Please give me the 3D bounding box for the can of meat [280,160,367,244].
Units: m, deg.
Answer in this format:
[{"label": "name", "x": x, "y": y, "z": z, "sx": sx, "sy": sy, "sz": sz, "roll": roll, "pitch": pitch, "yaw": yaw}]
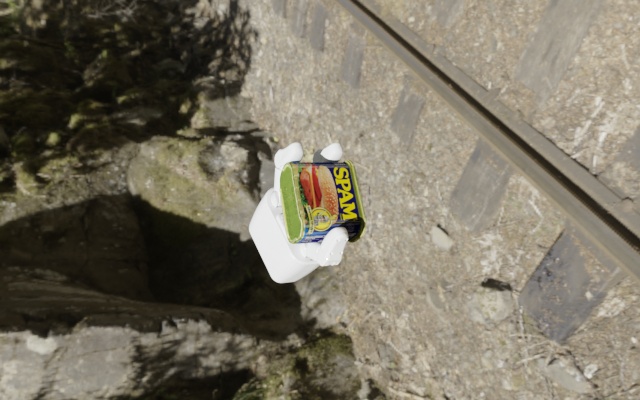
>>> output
[{"label": "can of meat", "x": 0.000, "y": 0.002, "z": 0.581, "sx": 0.084, "sy": 0.102, "sz": 0.057, "roll": -2, "pitch": -20, "yaw": -24}]
